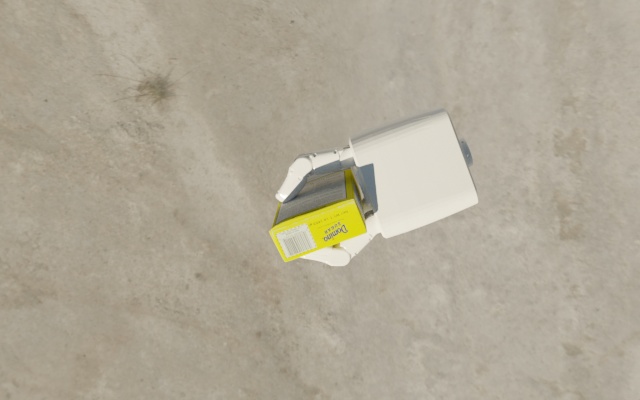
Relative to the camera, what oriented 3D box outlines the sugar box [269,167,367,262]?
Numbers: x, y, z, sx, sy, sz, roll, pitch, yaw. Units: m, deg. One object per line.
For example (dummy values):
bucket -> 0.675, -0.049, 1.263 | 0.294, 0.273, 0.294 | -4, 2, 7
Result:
sugar box -> 0.000, 0.002, 0.553 | 0.093, 0.048, 0.176 | -20, 15, 9
